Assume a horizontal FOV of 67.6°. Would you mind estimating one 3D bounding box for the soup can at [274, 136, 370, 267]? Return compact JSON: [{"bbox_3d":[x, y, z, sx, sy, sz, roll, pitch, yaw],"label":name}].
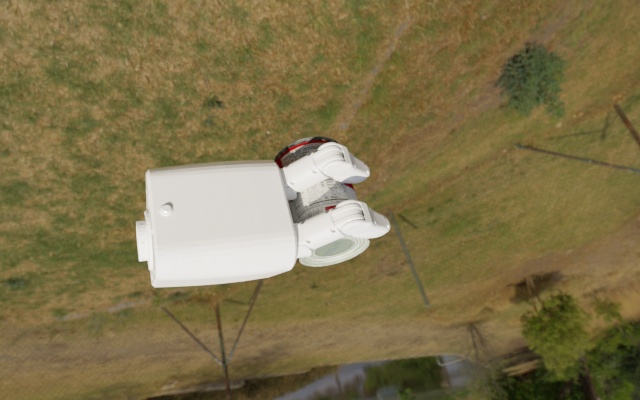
[{"bbox_3d":[0.001,0.002,0.443,0.068,0.102,0.068,-13,-27,-6],"label":"soup can"}]
